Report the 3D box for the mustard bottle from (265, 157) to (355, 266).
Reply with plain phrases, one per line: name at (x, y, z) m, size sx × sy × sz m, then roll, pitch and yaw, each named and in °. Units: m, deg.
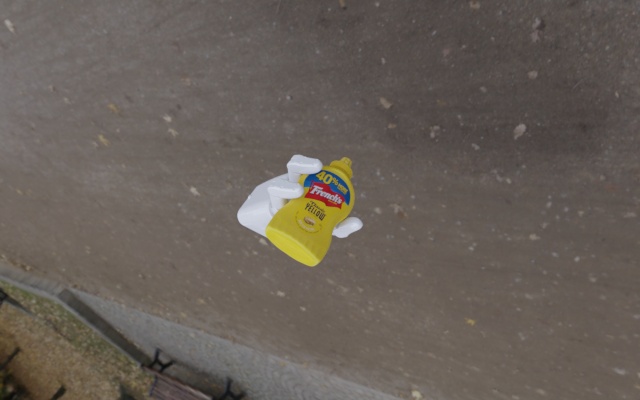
mustard bottle at (0.000, 0.003, 0.751) m, size 0.096 × 0.191 × 0.058 m, roll 34°, pitch -31°, yaw -2°
